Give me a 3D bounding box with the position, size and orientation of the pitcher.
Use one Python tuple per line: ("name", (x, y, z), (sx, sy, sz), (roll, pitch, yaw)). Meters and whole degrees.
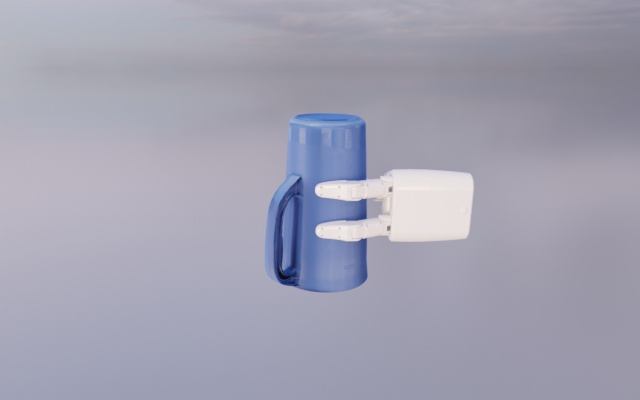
("pitcher", (0.000, 0.002, 0.685), (0.145, 0.243, 0.149), (1, 16, 2))
